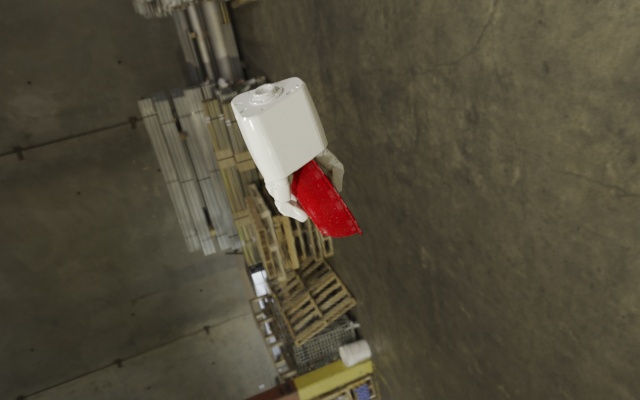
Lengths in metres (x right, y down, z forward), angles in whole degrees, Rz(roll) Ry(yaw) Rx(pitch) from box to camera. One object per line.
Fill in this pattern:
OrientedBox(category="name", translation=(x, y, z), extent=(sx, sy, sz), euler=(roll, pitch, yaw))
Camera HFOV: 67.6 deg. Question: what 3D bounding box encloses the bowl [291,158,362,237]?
OrientedBox(category="bowl", translation=(0.000, 0.004, 0.765), extent=(0.055, 0.162, 0.162), euler=(-35, 1, -1))
